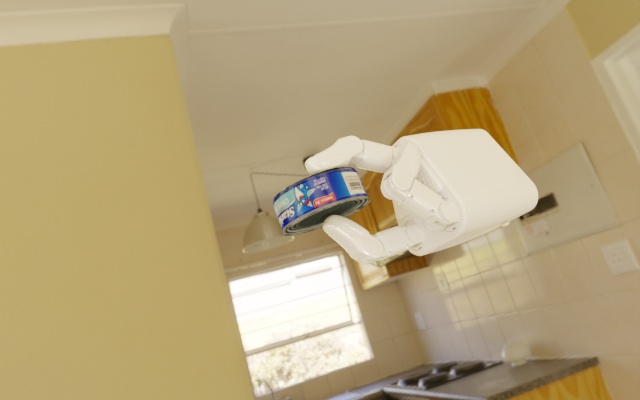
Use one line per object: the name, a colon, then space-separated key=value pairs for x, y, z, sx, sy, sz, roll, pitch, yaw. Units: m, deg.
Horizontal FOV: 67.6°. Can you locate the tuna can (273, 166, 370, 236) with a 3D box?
tuna can: x=0.000 y=0.001 z=0.443 sx=0.086 sy=0.033 sz=0.086 roll=-21 pitch=-12 yaw=-5
